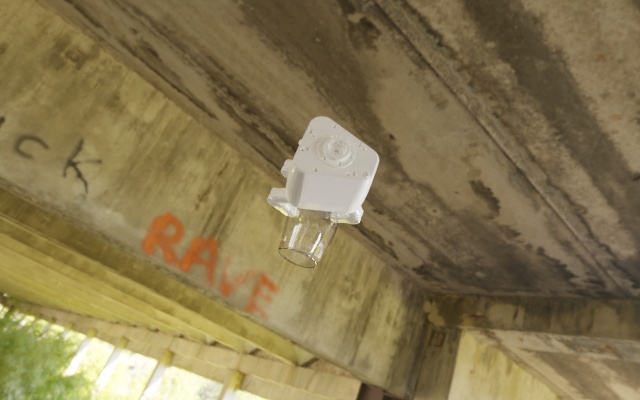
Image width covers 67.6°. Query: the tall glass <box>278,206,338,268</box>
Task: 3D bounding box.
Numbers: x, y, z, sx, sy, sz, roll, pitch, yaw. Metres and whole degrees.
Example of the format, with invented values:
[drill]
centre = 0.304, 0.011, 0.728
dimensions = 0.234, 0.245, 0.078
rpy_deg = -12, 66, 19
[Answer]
[tall glass]
centre = 0.000, 0.002, 0.743
dimensions = 0.079, 0.201, 0.079
rpy_deg = 18, -25, 9
